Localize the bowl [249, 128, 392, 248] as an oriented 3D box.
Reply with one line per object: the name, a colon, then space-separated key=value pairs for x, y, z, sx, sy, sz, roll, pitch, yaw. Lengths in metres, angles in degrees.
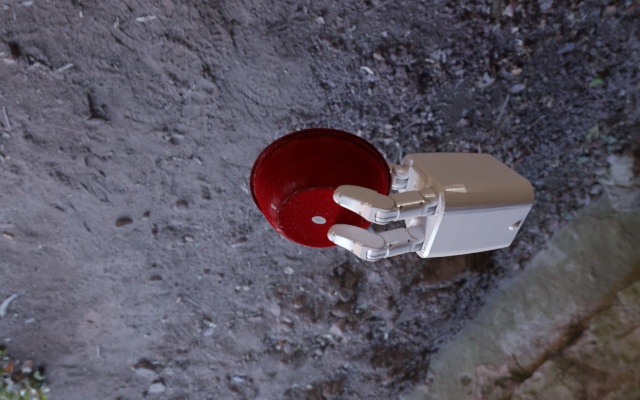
bowl: x=-0.001 y=0.002 z=0.525 sx=0.162 sy=0.162 sz=0.055 roll=0 pitch=43 yaw=0
